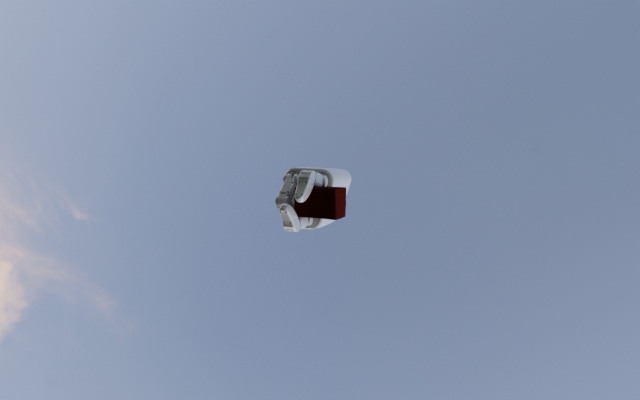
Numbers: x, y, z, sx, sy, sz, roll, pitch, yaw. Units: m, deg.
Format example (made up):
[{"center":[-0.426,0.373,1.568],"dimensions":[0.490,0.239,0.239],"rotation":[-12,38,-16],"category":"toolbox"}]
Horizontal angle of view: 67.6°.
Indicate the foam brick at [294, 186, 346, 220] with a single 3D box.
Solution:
[{"center":[0.000,0.003,0.811],"dimensions":[0.078,0.053,0.051],"rotation":[4,6,24],"category":"foam brick"}]
